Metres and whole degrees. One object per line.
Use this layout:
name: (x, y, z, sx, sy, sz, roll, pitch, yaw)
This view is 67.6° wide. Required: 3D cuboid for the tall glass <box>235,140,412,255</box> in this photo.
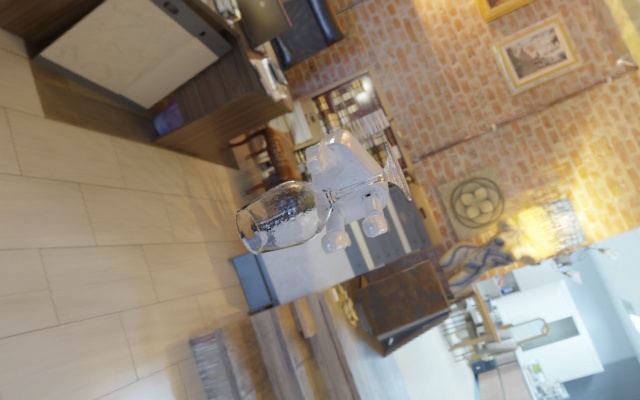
tall glass: (0.001, 0.002, 0.567, 0.201, 0.079, 0.079, -22, -6, 14)
